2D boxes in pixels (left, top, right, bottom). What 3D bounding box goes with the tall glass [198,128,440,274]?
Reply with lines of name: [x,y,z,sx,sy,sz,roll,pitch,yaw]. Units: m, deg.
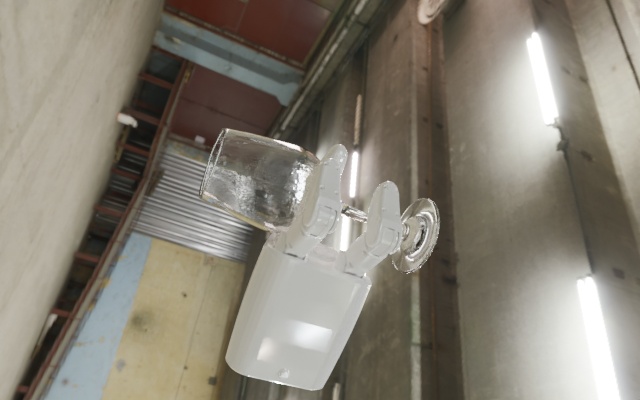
tall glass: [0.001,0.001,0.419,0.201,0.079,0.079,20,-7,-19]
